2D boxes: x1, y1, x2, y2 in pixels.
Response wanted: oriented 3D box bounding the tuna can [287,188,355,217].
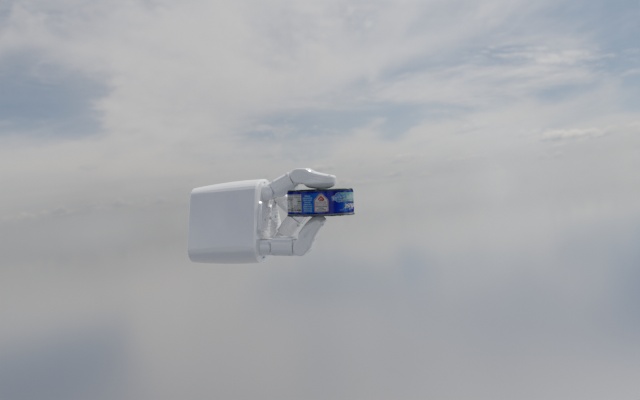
[{"bbox_3d":[0.000,0.001,0.605,0.086,0.034,0.086,-2,1,0],"label":"tuna can"}]
